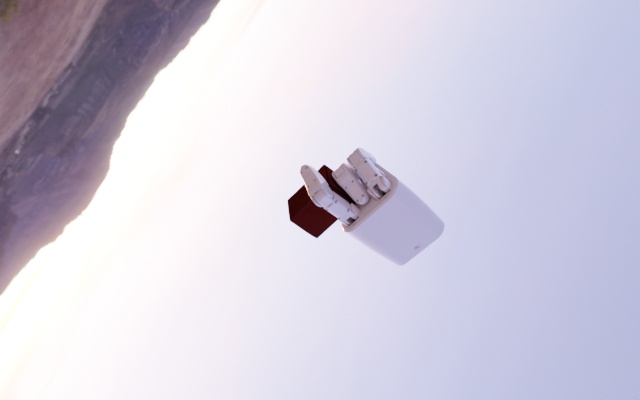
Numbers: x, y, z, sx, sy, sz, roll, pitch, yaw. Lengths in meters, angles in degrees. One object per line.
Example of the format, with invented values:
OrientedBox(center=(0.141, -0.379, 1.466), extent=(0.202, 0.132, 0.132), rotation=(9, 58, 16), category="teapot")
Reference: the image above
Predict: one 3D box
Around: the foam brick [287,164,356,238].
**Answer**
OrientedBox(center=(0.000, 0.002, 0.647), extent=(0.051, 0.078, 0.053), rotation=(36, 24, -27), category="foam brick")
